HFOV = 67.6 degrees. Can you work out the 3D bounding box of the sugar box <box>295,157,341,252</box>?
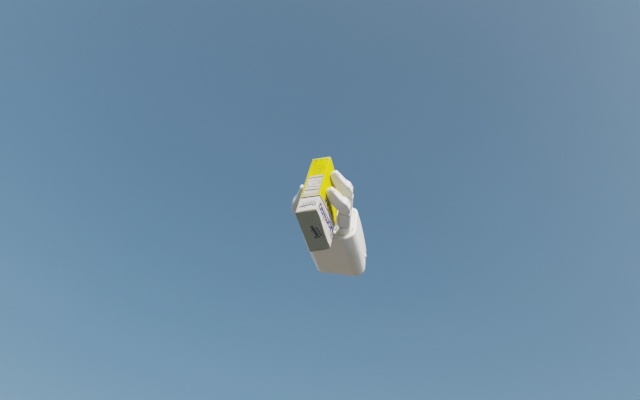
[{"bbox_3d":[0.001,0.003,0.891,0.048,0.093,0.176,-10,34,14],"label":"sugar box"}]
